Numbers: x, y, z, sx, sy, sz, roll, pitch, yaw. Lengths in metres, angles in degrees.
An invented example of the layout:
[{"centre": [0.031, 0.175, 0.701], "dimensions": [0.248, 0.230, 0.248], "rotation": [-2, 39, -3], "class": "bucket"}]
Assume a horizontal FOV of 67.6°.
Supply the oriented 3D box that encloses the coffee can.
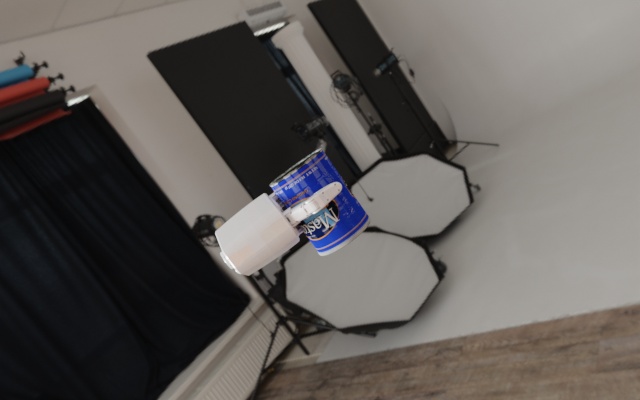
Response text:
[{"centre": [0.000, 0.003, 0.765], "dimensions": [0.103, 0.140, 0.103], "rotation": [-35, 9, 6], "class": "coffee can"}]
